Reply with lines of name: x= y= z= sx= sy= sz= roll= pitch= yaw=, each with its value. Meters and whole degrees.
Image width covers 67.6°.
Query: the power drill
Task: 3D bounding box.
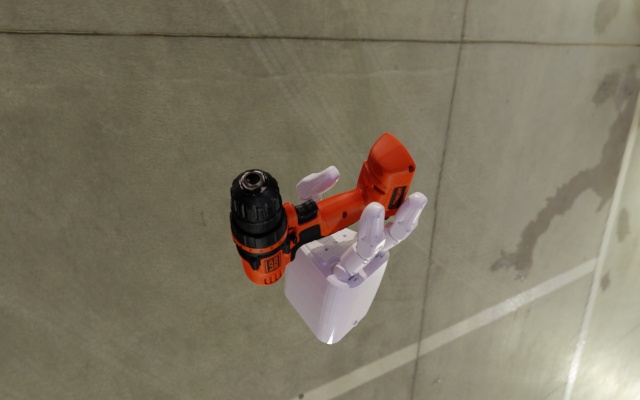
power drill: x=0.000 y=0.002 z=0.472 sx=0.187 sy=0.057 sz=0.184 roll=-24 pitch=-25 yaw=-17
